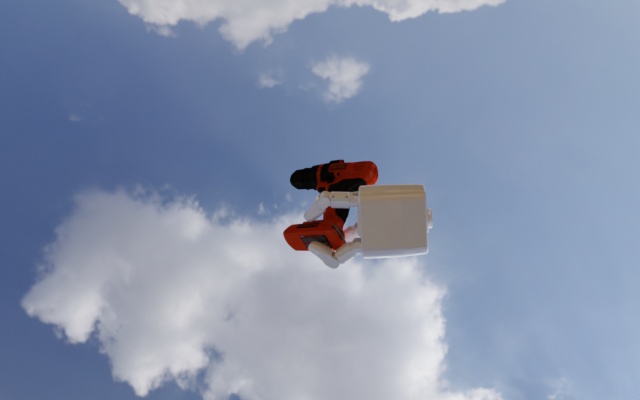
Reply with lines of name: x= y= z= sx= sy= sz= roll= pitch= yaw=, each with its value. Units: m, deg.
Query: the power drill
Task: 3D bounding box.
power drill: x=0.000 y=0.003 z=0.865 sx=0.184 sy=0.187 sz=0.057 roll=-5 pitch=-44 yaw=32
